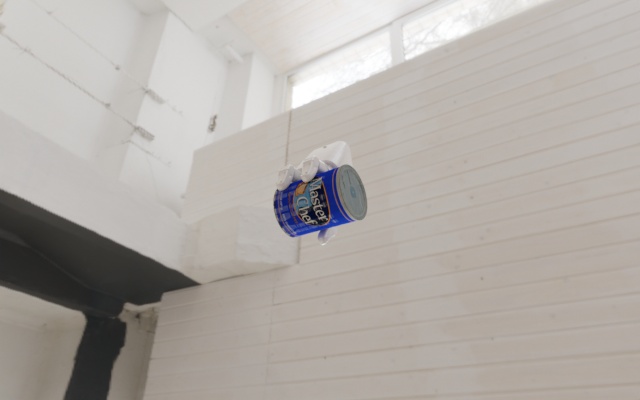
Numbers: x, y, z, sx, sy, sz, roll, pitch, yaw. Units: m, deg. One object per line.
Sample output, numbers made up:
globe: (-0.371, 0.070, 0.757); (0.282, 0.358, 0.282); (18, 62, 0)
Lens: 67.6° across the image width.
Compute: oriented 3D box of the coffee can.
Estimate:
coffee can: (0.000, 0.003, 0.870); (0.140, 0.103, 0.103); (-17, -8, 28)
